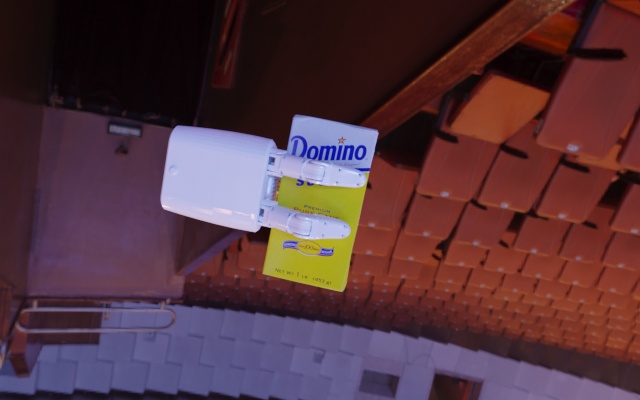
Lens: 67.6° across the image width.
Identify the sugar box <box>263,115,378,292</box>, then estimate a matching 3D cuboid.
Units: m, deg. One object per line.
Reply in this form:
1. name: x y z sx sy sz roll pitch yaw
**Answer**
1. sugar box: 0.000 0.002 0.521 0.093 0.176 0.048 11 8 4
